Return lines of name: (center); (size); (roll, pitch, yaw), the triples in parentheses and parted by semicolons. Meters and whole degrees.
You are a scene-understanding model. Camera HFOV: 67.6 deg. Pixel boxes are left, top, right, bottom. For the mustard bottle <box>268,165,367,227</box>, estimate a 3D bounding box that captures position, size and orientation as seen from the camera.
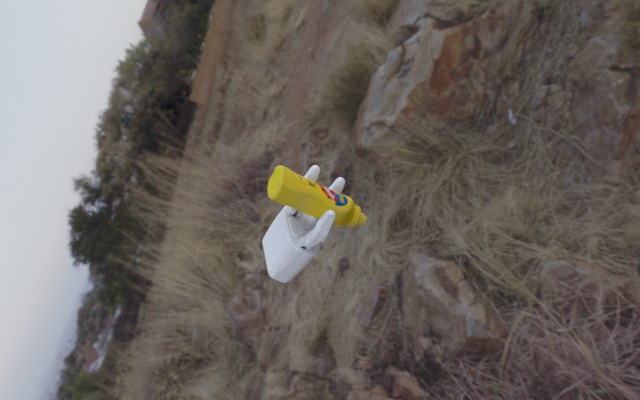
mustard bottle: (0.000, 0.002, 0.873); (0.192, 0.058, 0.096); (24, 15, -19)
